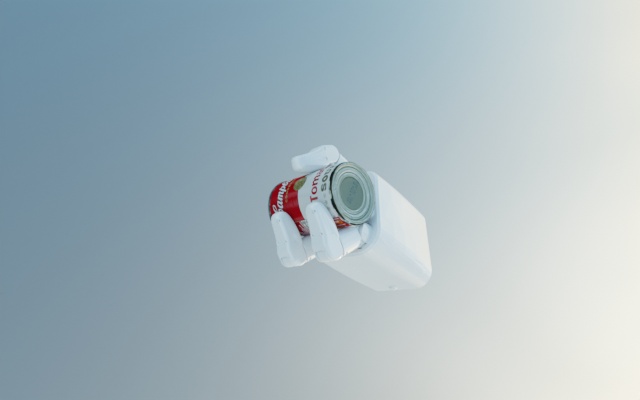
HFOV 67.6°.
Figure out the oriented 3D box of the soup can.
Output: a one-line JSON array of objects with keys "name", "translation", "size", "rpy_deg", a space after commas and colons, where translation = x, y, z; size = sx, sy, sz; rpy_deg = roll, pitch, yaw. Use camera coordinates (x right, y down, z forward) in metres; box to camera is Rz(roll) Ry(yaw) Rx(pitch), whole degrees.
[{"name": "soup can", "translation": [0.000, 0.001, 0.518], "size": [0.068, 0.068, 0.102], "rpy_deg": [0, -11, -44]}]
